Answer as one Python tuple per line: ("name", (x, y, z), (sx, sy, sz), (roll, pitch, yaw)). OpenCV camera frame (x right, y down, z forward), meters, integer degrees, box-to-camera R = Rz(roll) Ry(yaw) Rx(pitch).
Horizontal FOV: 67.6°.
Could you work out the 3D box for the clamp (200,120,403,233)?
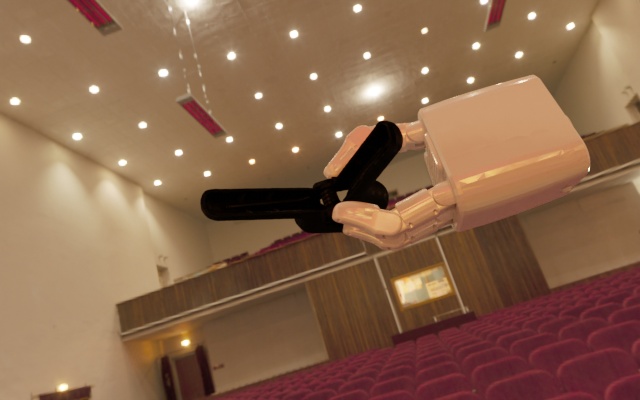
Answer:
("clamp", (0.000, 0.001, 0.440), (0.164, 0.036, 0.210), (-17, -18, 7))
